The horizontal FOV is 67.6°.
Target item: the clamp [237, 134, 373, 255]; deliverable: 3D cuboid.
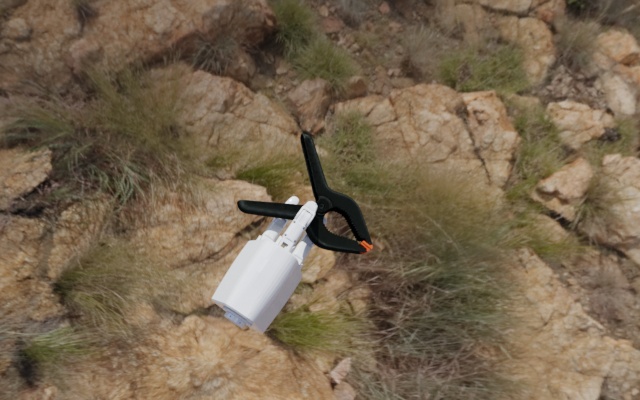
[{"bbox_3d":[0.001,0.003,0.746,0.210,0.164,0.036,34,-18,0],"label":"clamp"}]
